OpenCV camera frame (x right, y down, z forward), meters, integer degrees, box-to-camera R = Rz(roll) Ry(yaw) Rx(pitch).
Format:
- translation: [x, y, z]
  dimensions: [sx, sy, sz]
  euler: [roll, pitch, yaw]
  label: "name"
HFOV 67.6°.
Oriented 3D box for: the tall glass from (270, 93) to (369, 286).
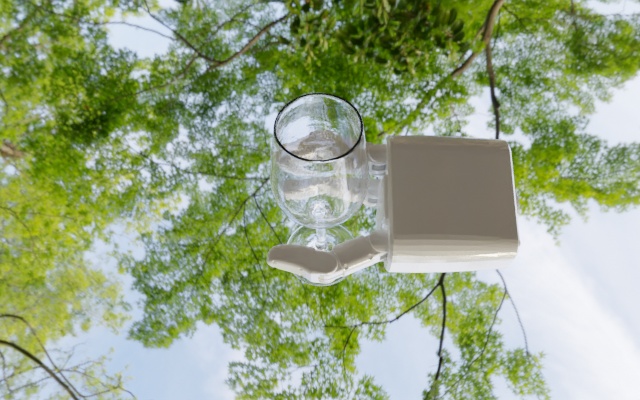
- translation: [0.000, 0.002, 0.408]
  dimensions: [0.079, 0.079, 0.201]
  euler: [0, -31, 1]
  label: "tall glass"
